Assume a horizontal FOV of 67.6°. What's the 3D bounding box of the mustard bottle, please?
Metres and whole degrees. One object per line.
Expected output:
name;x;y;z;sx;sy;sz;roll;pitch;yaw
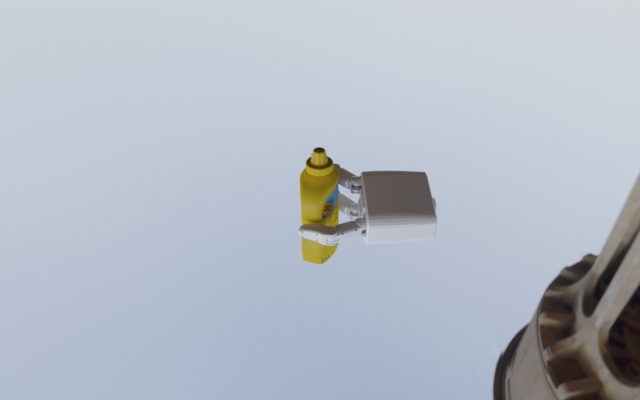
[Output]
mustard bottle;0.000;0.003;0.747;0.058;0.192;0.096;13;40;17
